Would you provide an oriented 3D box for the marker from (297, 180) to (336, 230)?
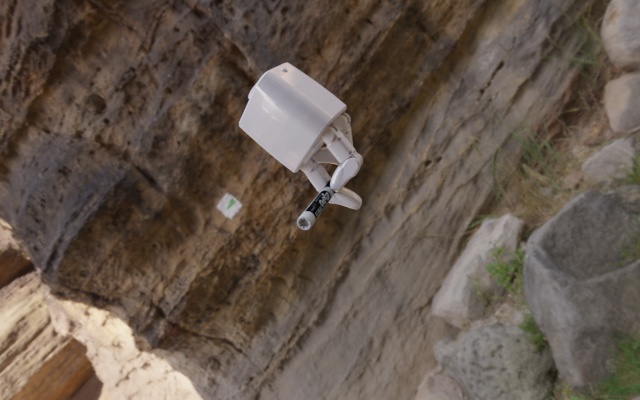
[{"bbox_3d":[0.000,0.002,0.624,0.020,0.020,0.121,0,25,22],"label":"marker"}]
